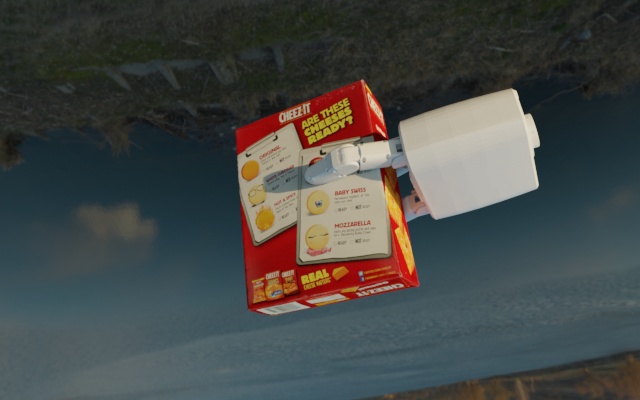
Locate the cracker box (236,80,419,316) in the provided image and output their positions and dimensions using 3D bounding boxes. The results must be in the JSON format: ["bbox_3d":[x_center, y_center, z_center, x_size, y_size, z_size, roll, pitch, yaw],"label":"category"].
[{"bbox_3d":[0.000,0.002,0.512,0.164,0.213,0.072,-17,-25,20],"label":"cracker box"}]
